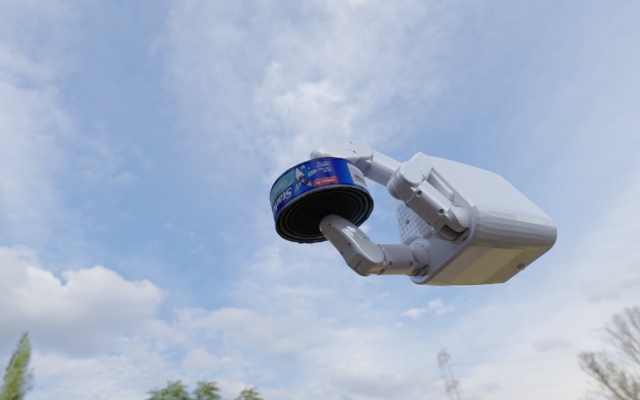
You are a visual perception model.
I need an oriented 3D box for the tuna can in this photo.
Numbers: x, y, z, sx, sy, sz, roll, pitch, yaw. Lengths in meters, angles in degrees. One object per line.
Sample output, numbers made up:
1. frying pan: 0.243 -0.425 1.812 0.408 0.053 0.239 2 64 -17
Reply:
1. tuna can: 0.000 0.001 0.410 0.086 0.033 0.086 -12 -32 -8
